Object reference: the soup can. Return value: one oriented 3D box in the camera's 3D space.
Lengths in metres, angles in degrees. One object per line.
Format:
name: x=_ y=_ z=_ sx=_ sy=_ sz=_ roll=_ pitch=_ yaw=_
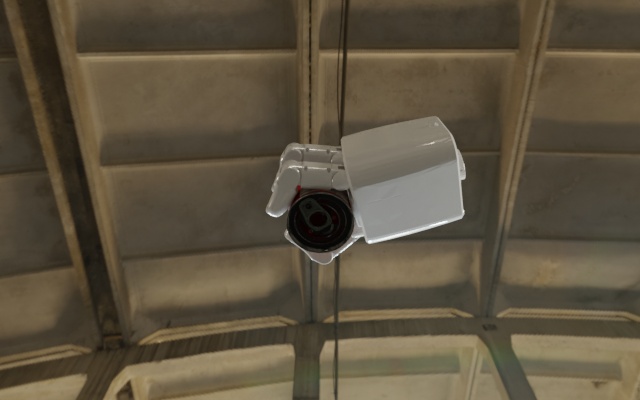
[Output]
soup can: x=0.000 y=0.002 z=0.518 sx=0.068 sy=0.068 sz=0.102 roll=0 pitch=25 yaw=0
